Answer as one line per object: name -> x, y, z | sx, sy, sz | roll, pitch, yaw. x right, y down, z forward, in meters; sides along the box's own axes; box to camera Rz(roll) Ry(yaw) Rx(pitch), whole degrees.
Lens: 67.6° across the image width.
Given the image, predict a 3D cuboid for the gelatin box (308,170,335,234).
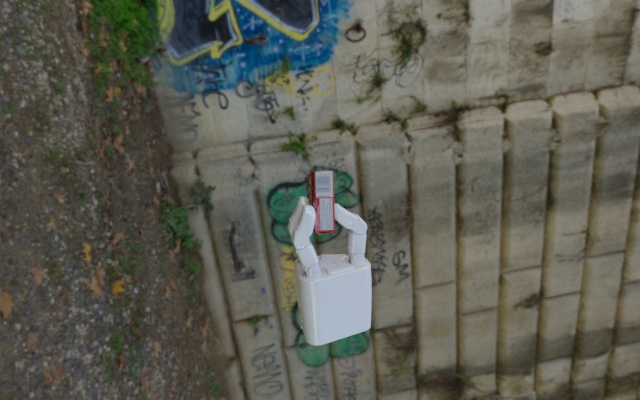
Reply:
gelatin box -> 0.001, 0.002, 0.696 | 0.030, 0.089, 0.073 | -2, 0, -8
